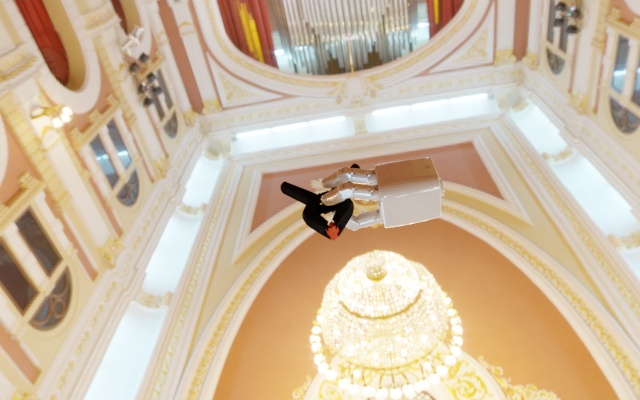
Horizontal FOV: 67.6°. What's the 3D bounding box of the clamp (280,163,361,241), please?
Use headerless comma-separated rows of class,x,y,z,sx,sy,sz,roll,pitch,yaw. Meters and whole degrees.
clamp,0.001,0.004,0.890,0.164,0.036,0.209,-12,33,8
